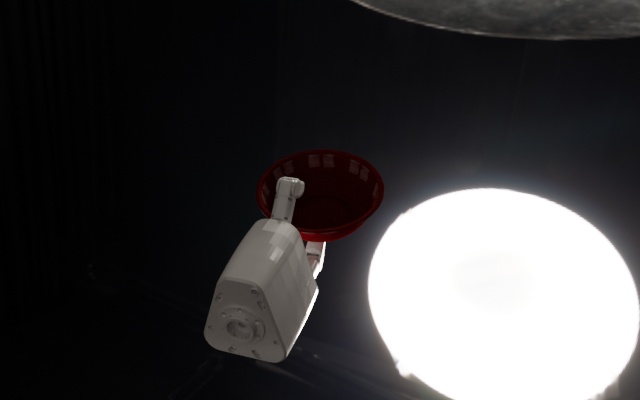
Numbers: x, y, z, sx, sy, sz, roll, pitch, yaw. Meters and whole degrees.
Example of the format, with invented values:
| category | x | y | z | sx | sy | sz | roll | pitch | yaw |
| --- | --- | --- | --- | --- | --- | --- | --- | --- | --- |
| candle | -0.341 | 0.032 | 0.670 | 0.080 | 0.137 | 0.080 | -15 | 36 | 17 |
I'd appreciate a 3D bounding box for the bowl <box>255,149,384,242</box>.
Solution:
| category | x | y | z | sx | sy | sz | roll | pitch | yaw |
| --- | --- | --- | --- | --- | --- | --- | --- | --- | --- |
| bowl | 0.001 | 0.002 | 0.618 | 0.162 | 0.055 | 0.162 | -2 | 43 | 2 |
